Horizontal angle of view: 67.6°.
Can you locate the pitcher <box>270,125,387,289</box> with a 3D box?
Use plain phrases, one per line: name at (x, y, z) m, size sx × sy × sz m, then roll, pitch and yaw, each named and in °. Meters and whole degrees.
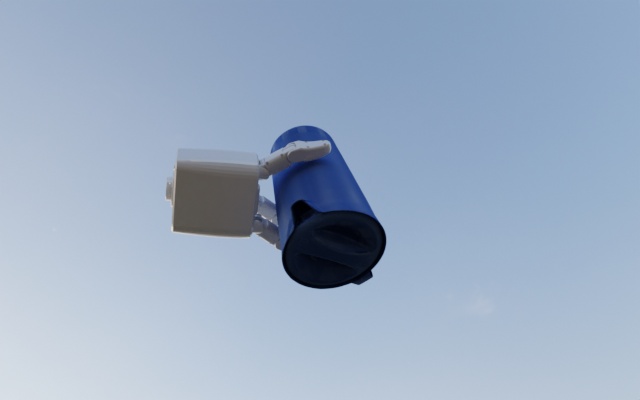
pitcher at (0.000, 0.002, 0.683) m, size 0.145 × 0.149 × 0.242 m, roll 3°, pitch 36°, yaw -16°
